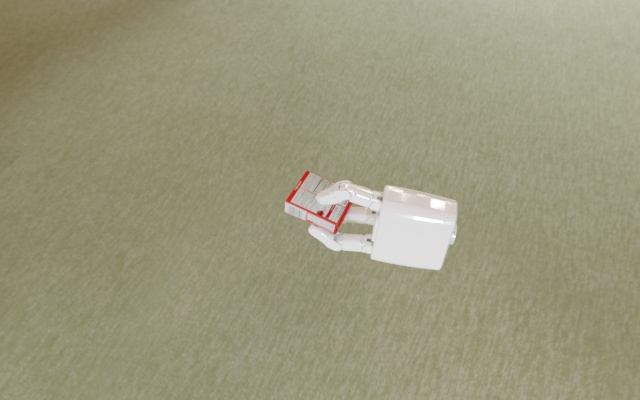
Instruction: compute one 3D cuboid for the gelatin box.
[{"bbox_3d":[0.000,0.002,0.726,0.089,0.073,0.030,24,-37,10],"label":"gelatin box"}]
